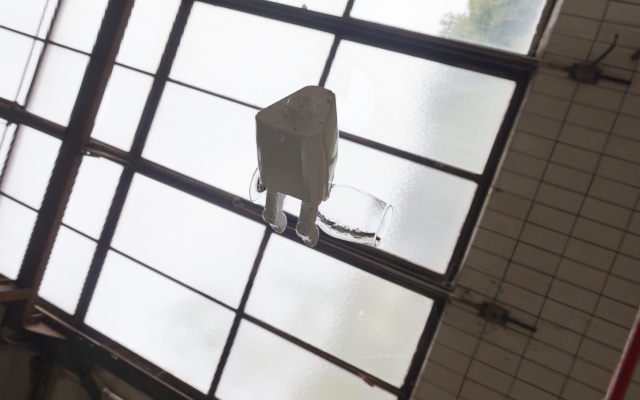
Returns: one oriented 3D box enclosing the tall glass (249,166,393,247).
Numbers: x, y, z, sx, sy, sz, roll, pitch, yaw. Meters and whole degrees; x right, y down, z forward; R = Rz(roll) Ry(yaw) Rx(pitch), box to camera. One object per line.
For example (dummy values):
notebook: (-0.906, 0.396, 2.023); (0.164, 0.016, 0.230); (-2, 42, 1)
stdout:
tall glass: (0.000, 0.002, 0.691); (0.201, 0.079, 0.079); (21, 7, 20)
